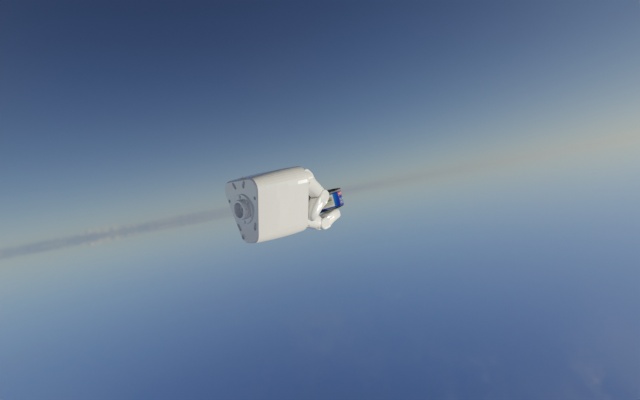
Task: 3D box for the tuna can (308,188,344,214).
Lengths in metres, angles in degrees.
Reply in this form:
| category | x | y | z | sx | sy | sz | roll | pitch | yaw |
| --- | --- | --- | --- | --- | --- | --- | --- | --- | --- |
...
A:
| category | x | y | z | sx | sy | sz | roll | pitch | yaw |
| --- | --- | --- | --- | --- | --- | --- | --- | --- | --- |
| tuna can | 0.000 | 0.003 | 0.899 | 0.086 | 0.034 | 0.086 | -14 | 4 | 1 |
